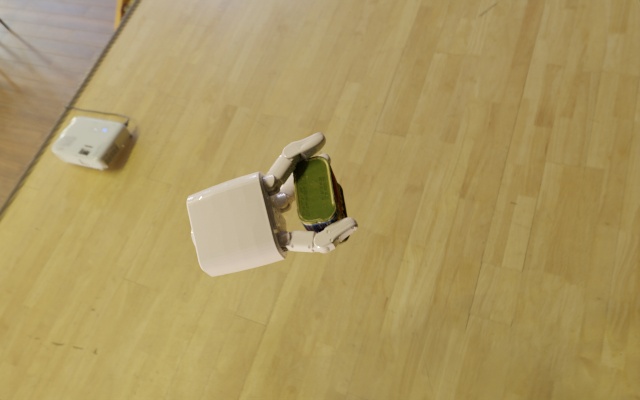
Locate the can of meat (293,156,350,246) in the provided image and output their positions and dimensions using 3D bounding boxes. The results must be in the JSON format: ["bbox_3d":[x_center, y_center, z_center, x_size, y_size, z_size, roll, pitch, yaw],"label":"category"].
[{"bbox_3d":[0.000,0.002,0.647,0.057,0.102,0.084,-13,-28,8],"label":"can of meat"}]
